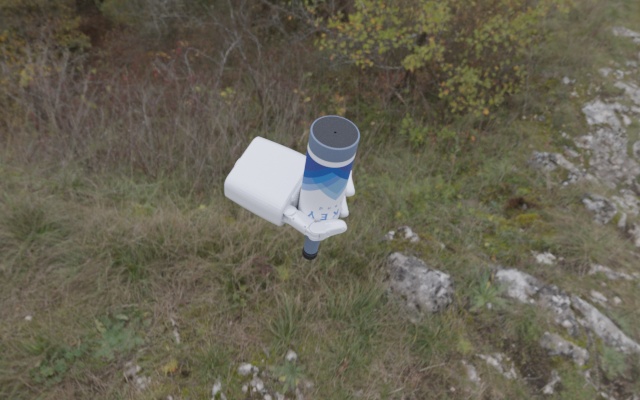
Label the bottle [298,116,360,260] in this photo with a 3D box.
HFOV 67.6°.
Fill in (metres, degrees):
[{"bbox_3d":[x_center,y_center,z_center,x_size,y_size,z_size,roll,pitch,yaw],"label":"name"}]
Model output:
[{"bbox_3d":[0.000,0.002,0.743,0.069,0.069,0.296,0,-39,-10],"label":"bottle"}]
